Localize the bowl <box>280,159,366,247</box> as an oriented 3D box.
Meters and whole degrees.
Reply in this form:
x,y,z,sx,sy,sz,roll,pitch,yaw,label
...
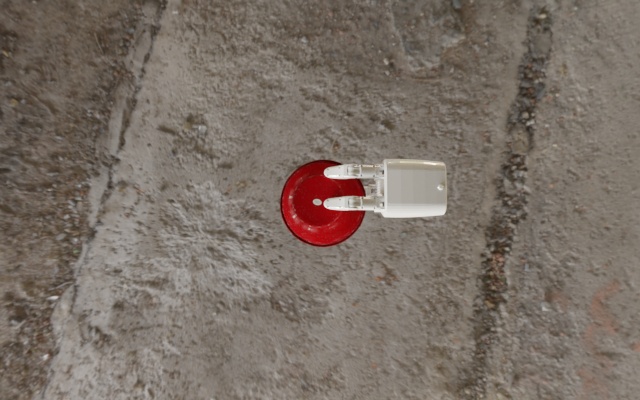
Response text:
x,y,z,sx,sy,sz,roll,pitch,yaw,label
-0.001,0.003,0.852,0.162,0.162,0.055,0,-4,9,bowl
